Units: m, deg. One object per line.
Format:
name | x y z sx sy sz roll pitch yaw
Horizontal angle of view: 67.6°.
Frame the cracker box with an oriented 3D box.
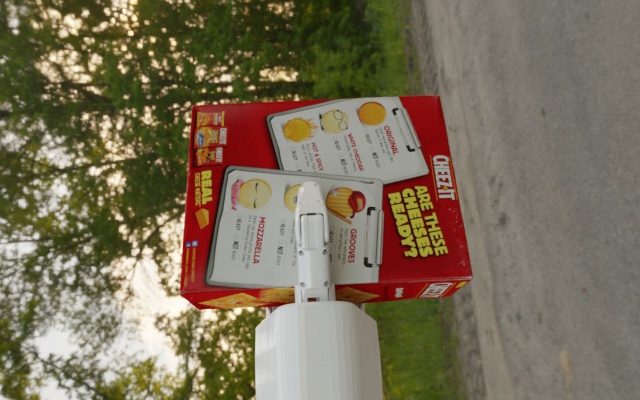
cracker box | 0.000 0.001 0.401 0.214 0.164 0.072 -3 -23 -2
